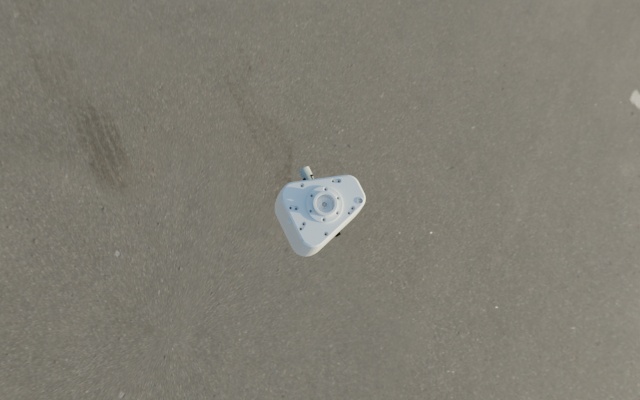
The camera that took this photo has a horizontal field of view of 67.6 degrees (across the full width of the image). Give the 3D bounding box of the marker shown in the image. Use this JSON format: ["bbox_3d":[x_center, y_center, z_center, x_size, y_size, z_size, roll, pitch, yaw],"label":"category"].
[{"bbox_3d":[0.000,0.002,0.757,0.020,0.121,0.020,-27,-6,-3],"label":"marker"}]
